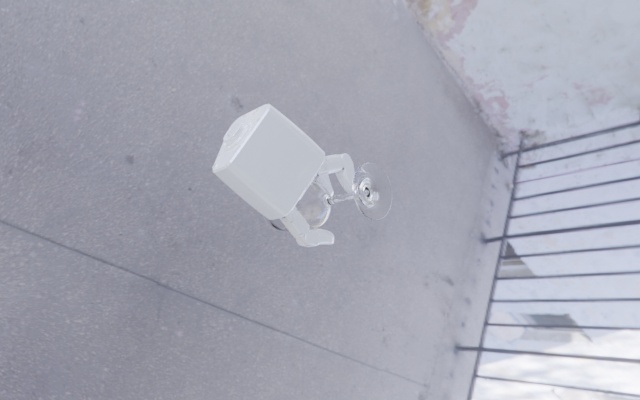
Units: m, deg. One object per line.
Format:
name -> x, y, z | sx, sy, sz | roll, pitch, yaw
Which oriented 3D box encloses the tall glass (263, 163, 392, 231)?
tall glass -> 0.001, 0.002, 0.676 | 0.079, 0.079, 0.201 | 0, -8, -43
